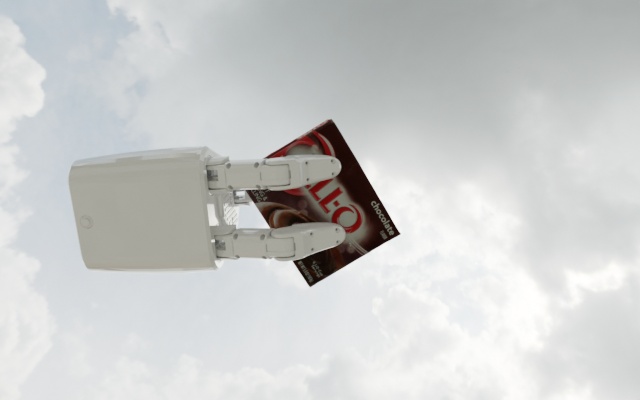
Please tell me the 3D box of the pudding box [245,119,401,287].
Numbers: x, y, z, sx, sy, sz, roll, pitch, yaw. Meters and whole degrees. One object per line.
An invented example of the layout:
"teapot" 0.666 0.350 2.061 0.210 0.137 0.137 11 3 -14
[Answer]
"pudding box" 0.000 0.001 0.403 0.090 0.113 0.039 -31 11 7
